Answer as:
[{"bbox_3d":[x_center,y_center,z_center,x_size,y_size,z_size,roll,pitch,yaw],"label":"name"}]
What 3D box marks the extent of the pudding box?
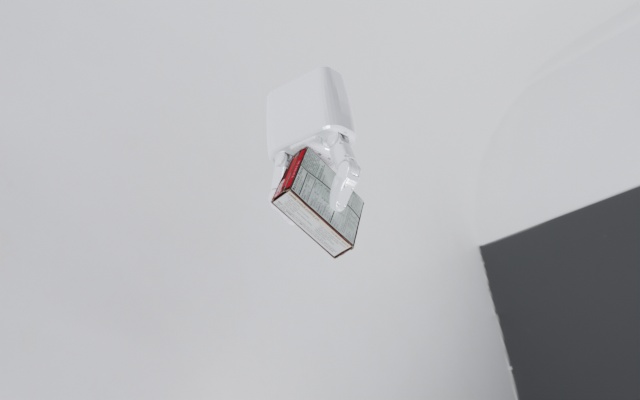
[{"bbox_3d":[0.000,0.002,0.588,0.113,0.090,0.039,42,-51,-19],"label":"pudding box"}]
